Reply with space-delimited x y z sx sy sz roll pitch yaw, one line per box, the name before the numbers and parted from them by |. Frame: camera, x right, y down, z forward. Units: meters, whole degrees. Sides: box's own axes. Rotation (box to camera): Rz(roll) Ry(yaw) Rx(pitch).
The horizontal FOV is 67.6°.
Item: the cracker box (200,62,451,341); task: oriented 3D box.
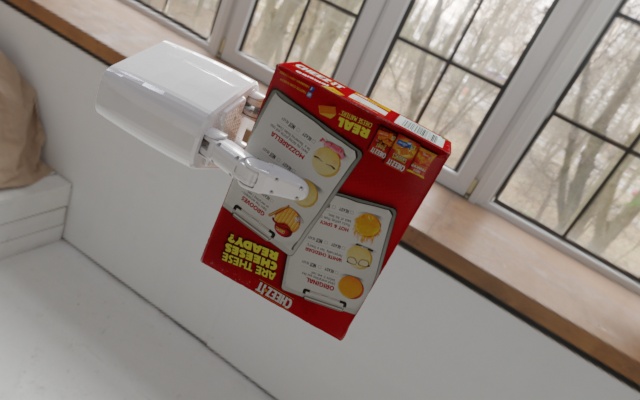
cracker box | 0.000 0.001 0.457 0.164 0.214 0.072 28 24 6
